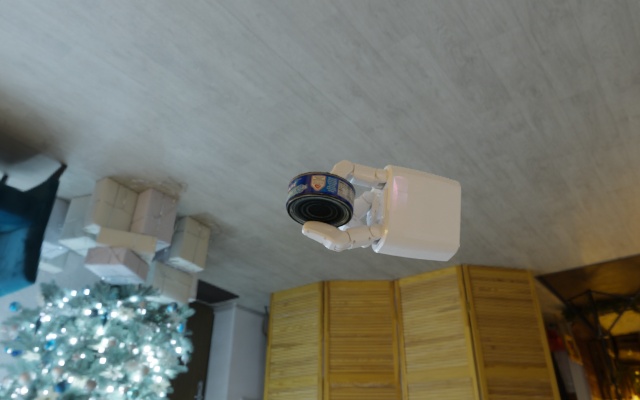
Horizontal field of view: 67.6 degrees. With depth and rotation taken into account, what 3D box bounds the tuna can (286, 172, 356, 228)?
[{"bbox_3d":[0.000,0.002,0.597,0.086,0.033,0.086,5,-32,3],"label":"tuna can"}]
